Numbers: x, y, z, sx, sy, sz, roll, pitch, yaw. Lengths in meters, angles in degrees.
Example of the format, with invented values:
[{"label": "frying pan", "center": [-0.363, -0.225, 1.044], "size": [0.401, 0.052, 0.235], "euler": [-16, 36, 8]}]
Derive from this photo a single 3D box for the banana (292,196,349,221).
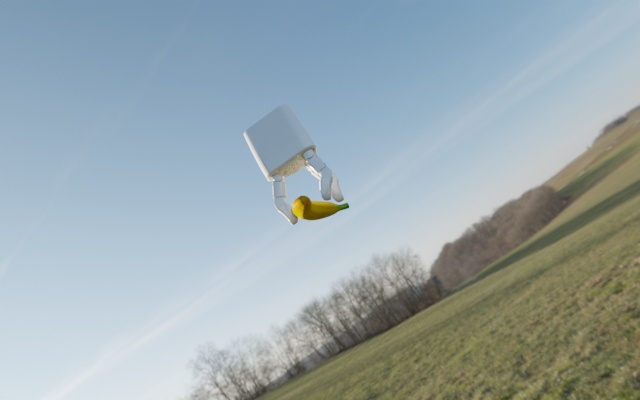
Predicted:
[{"label": "banana", "center": [-0.013, 0.012, 0.905], "size": [0.069, 0.037, 0.198], "euler": [-32, -14, 21]}]
